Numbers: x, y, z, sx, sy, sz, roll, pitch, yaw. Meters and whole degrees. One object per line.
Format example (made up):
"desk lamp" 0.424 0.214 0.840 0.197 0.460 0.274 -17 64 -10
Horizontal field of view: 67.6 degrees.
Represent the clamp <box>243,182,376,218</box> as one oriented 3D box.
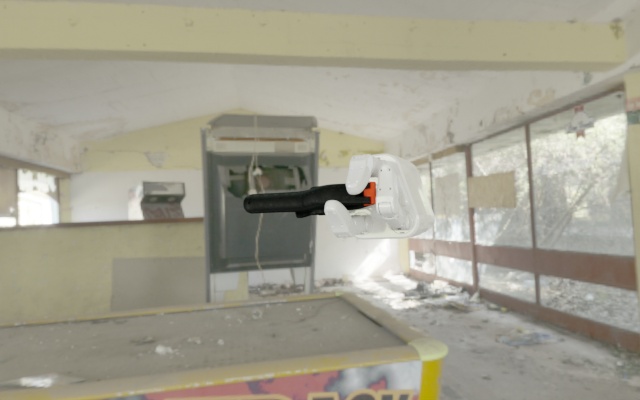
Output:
"clamp" 0.000 0.001 0.622 0.171 0.039 0.120 -4 -2 27
